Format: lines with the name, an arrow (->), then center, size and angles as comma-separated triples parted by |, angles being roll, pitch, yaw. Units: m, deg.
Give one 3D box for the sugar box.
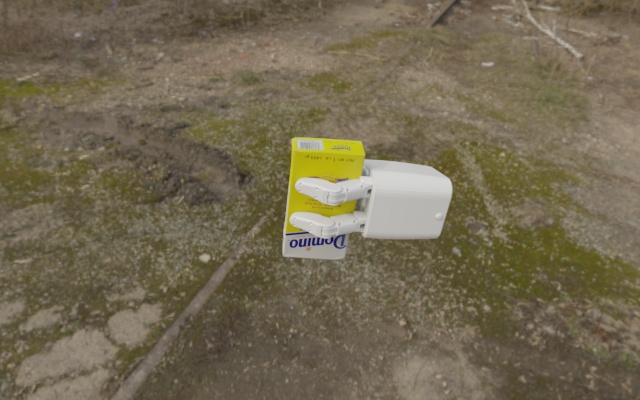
sugar box -> 0.000, 0.002, 0.653 | 0.093, 0.176, 0.048 | 3, 32, -6
